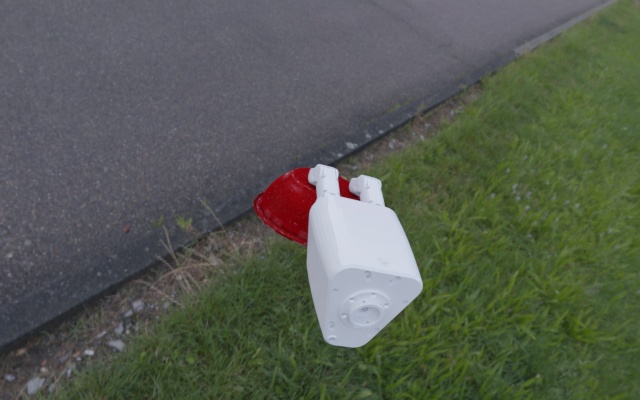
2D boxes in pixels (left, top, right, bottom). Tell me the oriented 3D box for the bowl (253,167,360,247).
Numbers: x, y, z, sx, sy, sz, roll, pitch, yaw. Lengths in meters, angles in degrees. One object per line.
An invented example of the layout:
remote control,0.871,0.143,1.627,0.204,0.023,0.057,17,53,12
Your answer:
bowl,0.000,0.001,0.605,0.162,0.055,0.162,17,21,-7
